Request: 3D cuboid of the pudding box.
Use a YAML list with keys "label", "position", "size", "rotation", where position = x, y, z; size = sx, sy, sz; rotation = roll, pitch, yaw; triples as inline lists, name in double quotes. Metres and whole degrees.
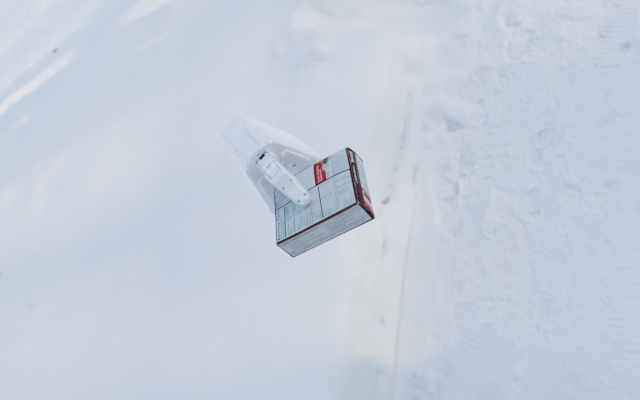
- label: "pudding box"
  position: [0.000, 0.002, 0.545]
  size: [0.113, 0.090, 0.039]
  rotation: [-29, -44, 24]
